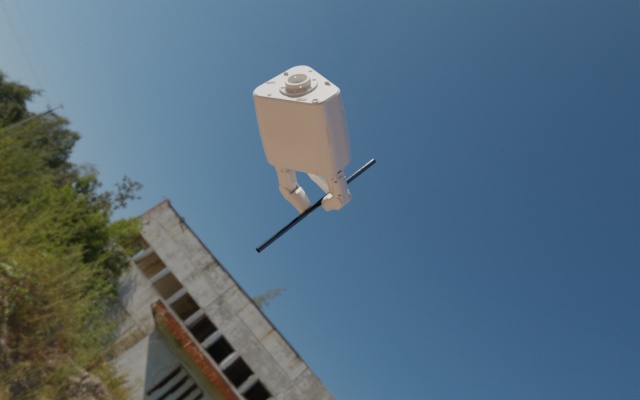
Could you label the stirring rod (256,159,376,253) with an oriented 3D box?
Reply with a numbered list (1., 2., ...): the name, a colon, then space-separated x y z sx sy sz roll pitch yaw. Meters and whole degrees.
1. stirring rod: 0.000 0.002 0.695 0.239 0.011 0.011 -38 20 -28
